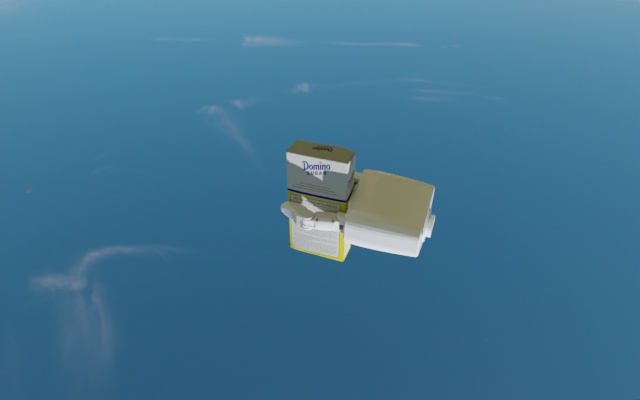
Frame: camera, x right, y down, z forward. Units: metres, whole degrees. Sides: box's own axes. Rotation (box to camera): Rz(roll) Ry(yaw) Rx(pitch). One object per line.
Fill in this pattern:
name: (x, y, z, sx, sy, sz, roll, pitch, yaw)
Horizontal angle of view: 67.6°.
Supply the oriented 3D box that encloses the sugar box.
sugar box: (0.000, 0.002, 0.704, 0.093, 0.176, 0.048, 13, 35, 16)
